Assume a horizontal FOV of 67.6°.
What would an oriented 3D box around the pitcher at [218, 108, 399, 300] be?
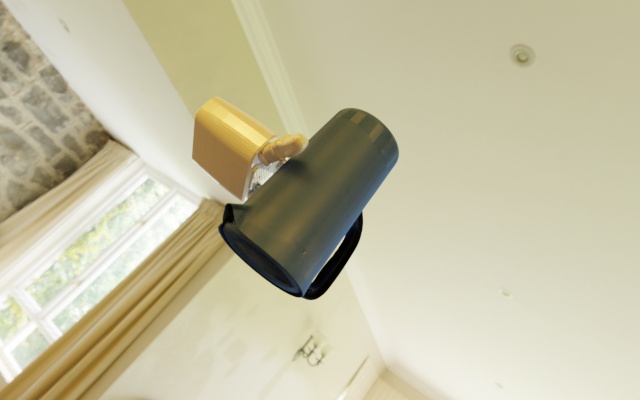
[{"bbox_3d":[0.000,0.002,0.625,0.145,0.242,0.149,36,-22,12],"label":"pitcher"}]
